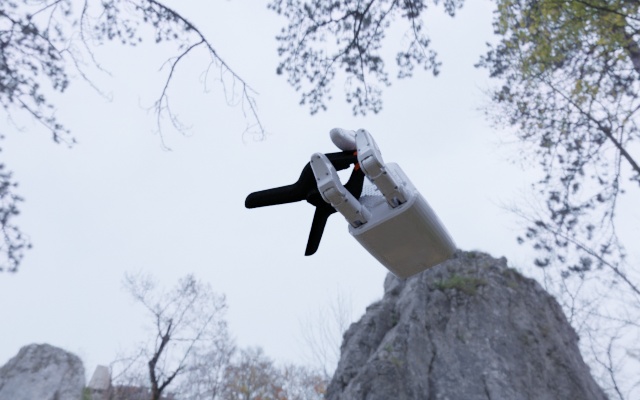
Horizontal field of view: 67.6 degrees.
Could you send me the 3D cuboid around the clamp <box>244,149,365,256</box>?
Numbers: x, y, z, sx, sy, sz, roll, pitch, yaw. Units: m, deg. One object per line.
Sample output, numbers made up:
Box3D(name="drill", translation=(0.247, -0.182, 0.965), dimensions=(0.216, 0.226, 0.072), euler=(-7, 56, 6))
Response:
Box3D(name="clamp", translation=(0.000, 0.001, 0.607), dimensions=(0.171, 0.120, 0.039), euler=(-30, 30, 26))
